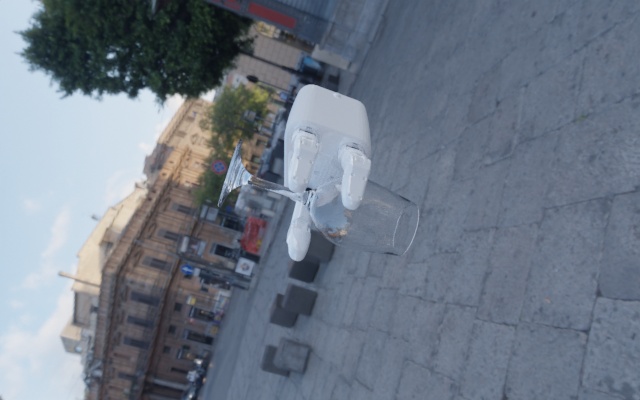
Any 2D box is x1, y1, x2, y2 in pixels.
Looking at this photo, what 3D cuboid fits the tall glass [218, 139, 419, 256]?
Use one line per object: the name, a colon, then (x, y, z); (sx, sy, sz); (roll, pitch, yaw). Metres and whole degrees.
tall glass: (-0.001, 0.002, 0.506); (0.201, 0.079, 0.079); (18, -3, -9)
